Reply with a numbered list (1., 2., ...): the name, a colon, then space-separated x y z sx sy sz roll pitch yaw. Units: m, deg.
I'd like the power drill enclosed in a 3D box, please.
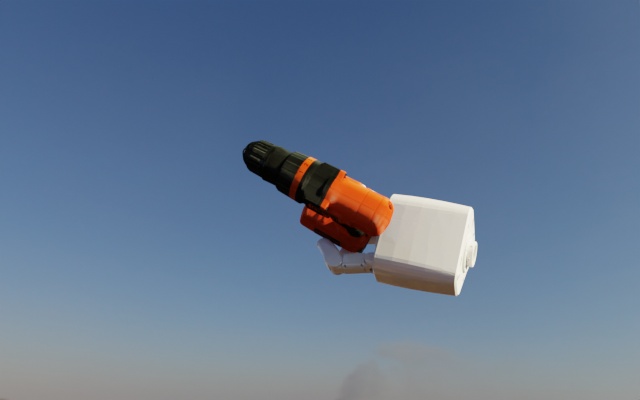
1. power drill: 0.000 0.002 0.596 0.184 0.057 0.188 29 -9 13
